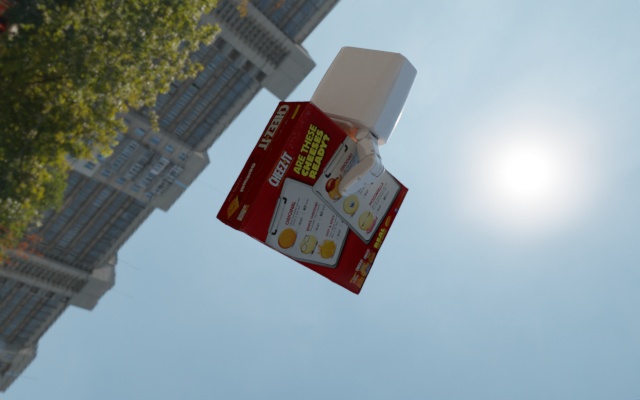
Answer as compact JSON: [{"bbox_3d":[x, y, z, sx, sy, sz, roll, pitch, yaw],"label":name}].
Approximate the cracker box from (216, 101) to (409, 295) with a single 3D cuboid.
[{"bbox_3d":[0.000,0.002,0.602,0.214,0.164,0.072,35,-12,-38],"label":"cracker box"}]
